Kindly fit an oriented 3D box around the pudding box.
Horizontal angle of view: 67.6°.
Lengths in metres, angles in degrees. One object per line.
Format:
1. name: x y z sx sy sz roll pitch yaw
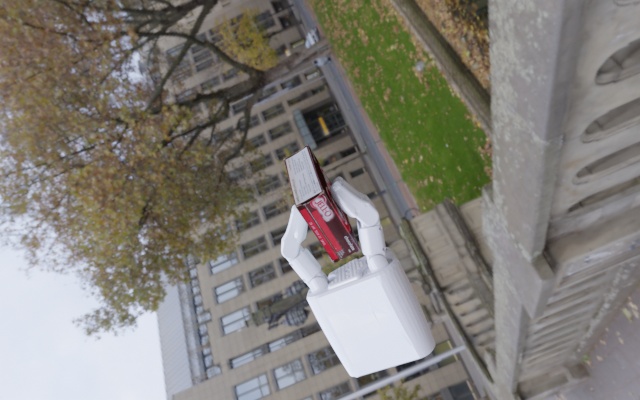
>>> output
1. pudding box: 0.000 0.002 0.537 0.039 0.090 0.113 -28 33 4
